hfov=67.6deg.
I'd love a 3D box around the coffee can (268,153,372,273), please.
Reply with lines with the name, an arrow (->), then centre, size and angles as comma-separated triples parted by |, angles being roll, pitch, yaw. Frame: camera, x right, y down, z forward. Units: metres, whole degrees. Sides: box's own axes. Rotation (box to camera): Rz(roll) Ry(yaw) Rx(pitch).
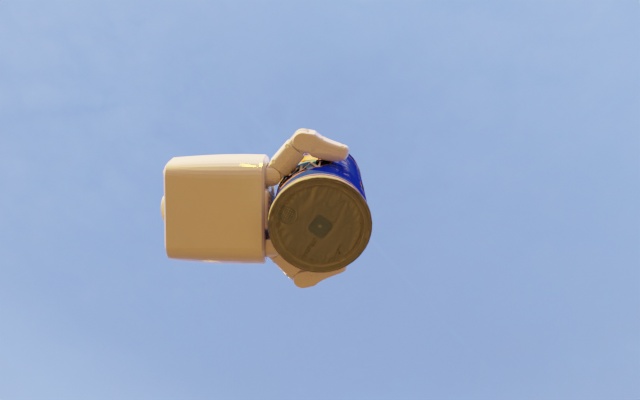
coffee can -> 0.000, 0.002, 0.531 | 0.103, 0.103, 0.140 | 0, 20, 0
